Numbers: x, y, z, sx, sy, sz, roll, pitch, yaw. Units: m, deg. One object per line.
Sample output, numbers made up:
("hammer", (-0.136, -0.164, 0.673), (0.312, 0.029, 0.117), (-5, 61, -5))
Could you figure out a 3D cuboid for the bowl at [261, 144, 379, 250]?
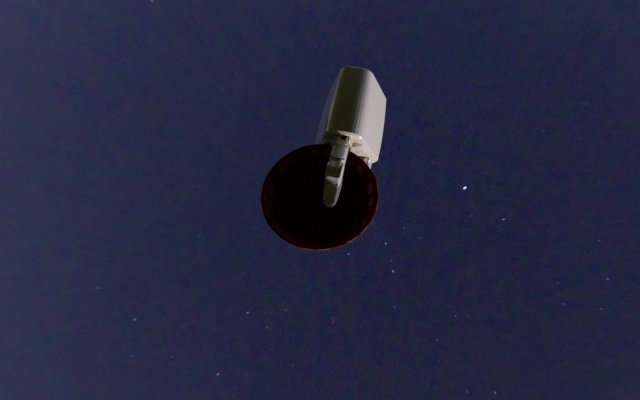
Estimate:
("bowl", (0.000, 0.004, 0.677), (0.162, 0.162, 0.055), (0, -25, 4))
